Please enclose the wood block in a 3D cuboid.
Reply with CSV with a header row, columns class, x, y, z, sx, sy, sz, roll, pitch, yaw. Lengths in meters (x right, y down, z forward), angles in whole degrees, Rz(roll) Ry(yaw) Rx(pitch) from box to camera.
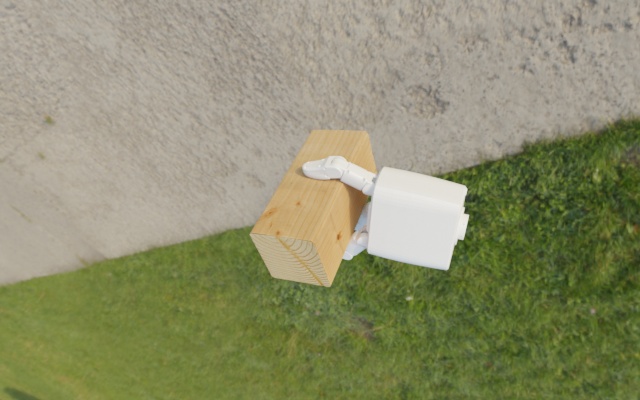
class,x,y,z,sx,sy,sz,roll,pitch,yaw
wood block,0.000,0.002,0.651,0.090,0.091,0.206,5,47,25
